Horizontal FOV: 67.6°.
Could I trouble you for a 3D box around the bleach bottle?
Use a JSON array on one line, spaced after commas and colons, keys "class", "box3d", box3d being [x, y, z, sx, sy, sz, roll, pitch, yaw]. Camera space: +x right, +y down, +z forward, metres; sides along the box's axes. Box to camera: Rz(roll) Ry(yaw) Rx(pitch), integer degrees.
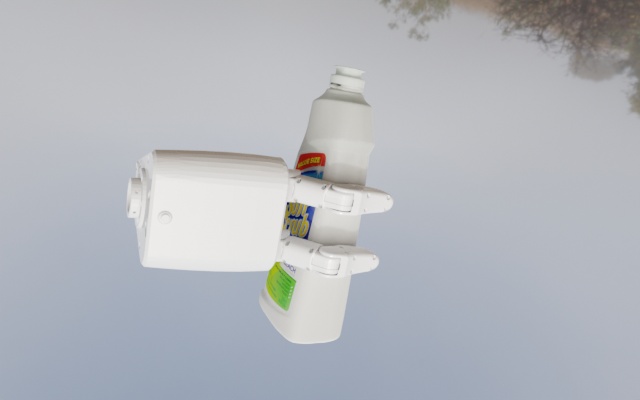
[{"class": "bleach bottle", "box3d": [0.000, 0.002, 0.456, 0.068, 0.251, 0.102, 4, 15, -27]}]
